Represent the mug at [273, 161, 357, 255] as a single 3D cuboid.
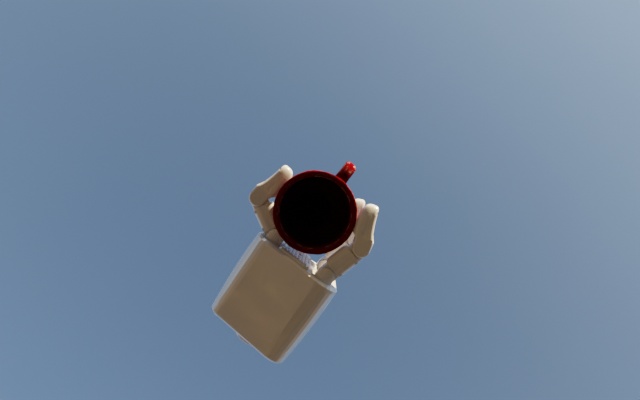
[{"bbox_3d":[0.001,0.001,0.563,0.093,0.117,0.081,36,1,-3],"label":"mug"}]
